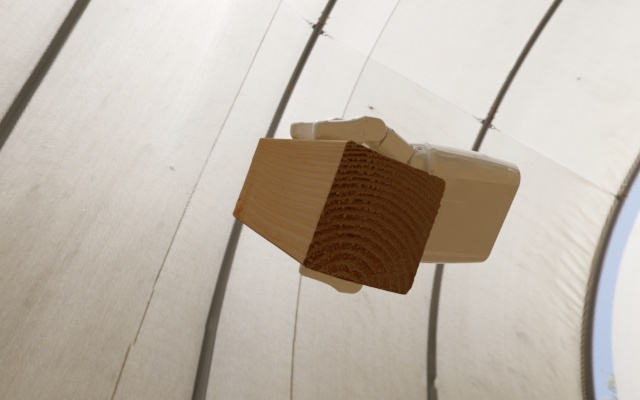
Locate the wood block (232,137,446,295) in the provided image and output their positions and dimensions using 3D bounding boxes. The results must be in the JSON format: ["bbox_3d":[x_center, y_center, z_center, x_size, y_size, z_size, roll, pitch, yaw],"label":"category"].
[{"bbox_3d":[0.000,0.002,0.420,0.090,0.091,0.206,19,-1,-24],"label":"wood block"}]
